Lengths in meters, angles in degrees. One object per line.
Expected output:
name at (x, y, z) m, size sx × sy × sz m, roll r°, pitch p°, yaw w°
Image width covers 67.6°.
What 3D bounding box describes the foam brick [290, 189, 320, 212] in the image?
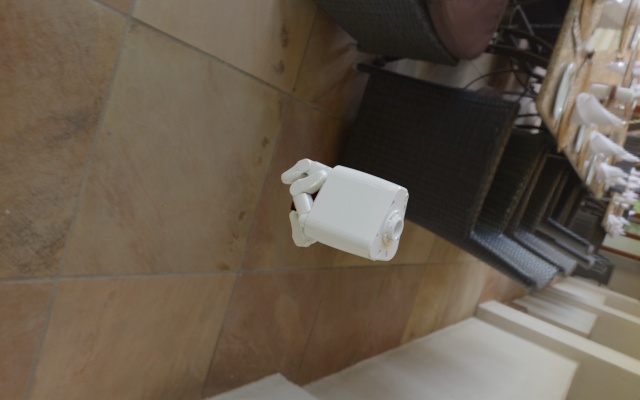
foam brick at (0.000, 0.002, 0.747) m, size 0.051 × 0.053 × 0.078 m, roll 18°, pitch 2°, yaw 32°
